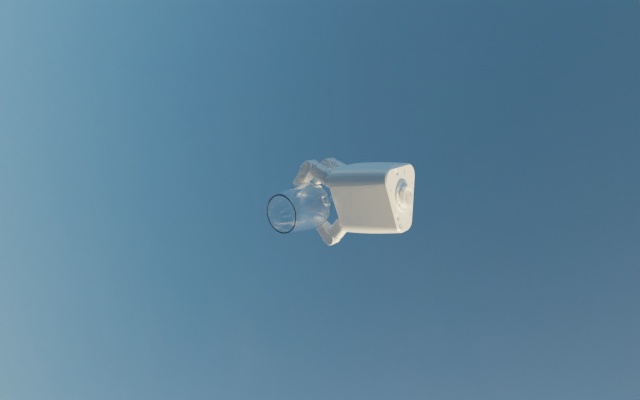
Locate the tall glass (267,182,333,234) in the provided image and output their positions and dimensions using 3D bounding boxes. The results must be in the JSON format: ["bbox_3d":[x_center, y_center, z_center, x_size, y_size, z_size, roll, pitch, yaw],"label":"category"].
[{"bbox_3d":[0.000,0.003,0.808,0.079,0.079,0.201,0,11,39],"label":"tall glass"}]
